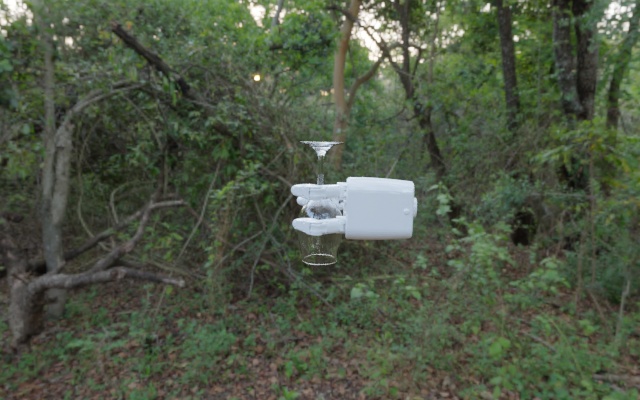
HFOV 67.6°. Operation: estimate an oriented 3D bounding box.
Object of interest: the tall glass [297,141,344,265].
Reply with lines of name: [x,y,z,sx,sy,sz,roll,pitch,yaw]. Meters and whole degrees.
tall glass: [0.000,0.002,0.797,0.079,0.201,0.079,1,8,0]
